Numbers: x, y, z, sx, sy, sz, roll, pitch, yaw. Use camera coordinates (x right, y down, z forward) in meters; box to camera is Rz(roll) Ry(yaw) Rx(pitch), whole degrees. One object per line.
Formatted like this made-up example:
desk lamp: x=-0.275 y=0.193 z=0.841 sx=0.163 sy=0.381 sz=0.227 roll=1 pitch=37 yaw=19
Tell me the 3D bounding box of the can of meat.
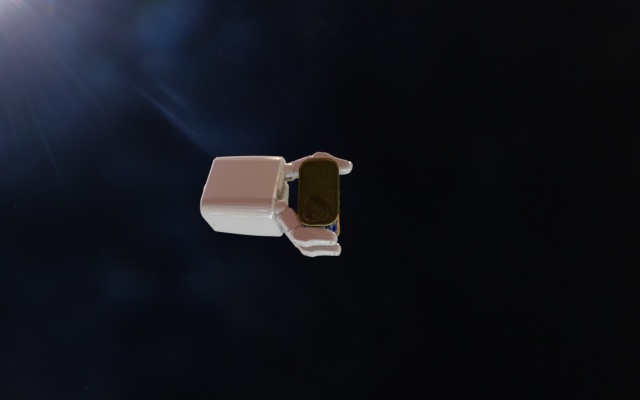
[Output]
can of meat: x=0.000 y=0.002 z=0.695 sx=0.057 sy=0.102 sz=0.084 roll=-1 pitch=-23 yaw=4
